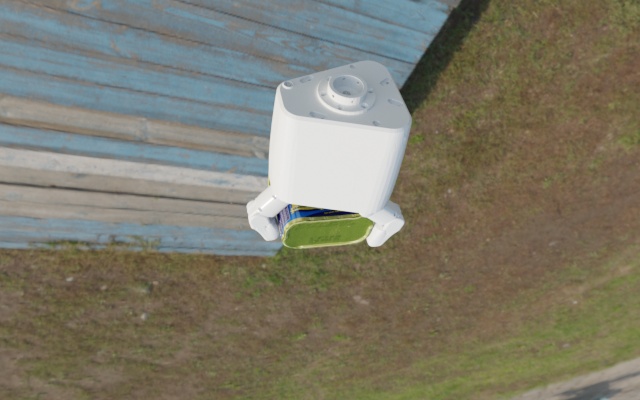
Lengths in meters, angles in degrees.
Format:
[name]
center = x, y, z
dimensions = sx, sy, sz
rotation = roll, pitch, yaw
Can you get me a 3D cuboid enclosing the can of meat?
[can of meat]
center = 0.000, 0.002, 0.516
dimensions = 0.102, 0.084, 0.057
rotation = -4, -37, -15
